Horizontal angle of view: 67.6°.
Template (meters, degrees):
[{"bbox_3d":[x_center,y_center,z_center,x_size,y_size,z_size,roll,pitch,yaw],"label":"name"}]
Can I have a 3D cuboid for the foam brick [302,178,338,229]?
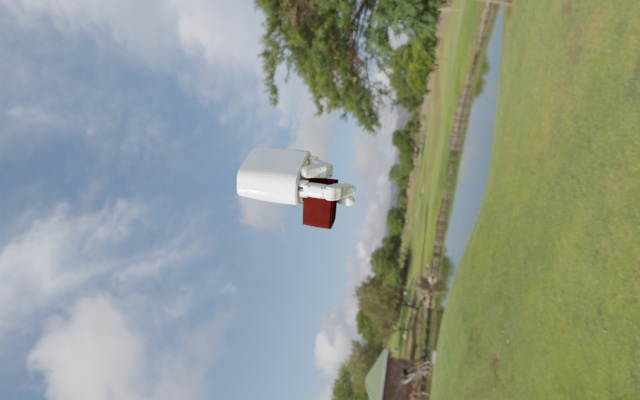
[{"bbox_3d":[0.000,0.003,0.832,0.051,0.078,0.053,6,17,10],"label":"foam brick"}]
